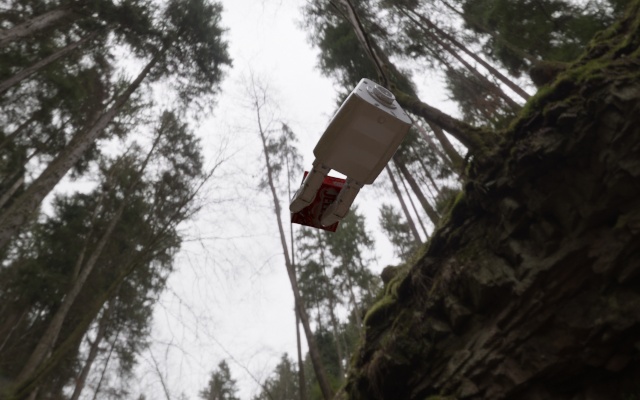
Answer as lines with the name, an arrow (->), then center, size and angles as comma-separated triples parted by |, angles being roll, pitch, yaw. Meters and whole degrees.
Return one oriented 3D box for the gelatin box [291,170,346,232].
gelatin box -> 0.000, 0.002, 0.727 | 0.073, 0.089, 0.030 | 13, 37, -11
